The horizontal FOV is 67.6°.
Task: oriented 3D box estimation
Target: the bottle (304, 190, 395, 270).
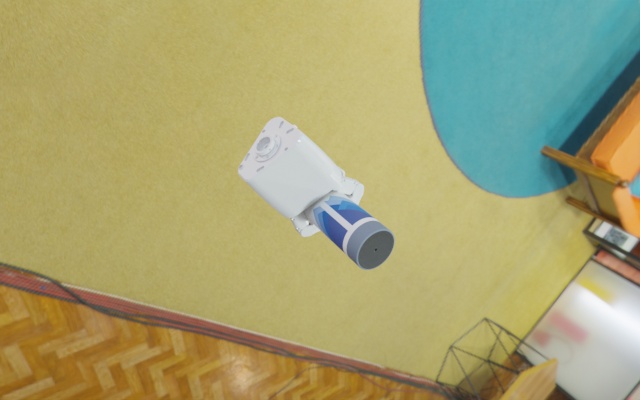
[{"bbox_3d":[0.000,0.003,0.764,0.069,0.069,0.295,0,27,-36],"label":"bottle"}]
